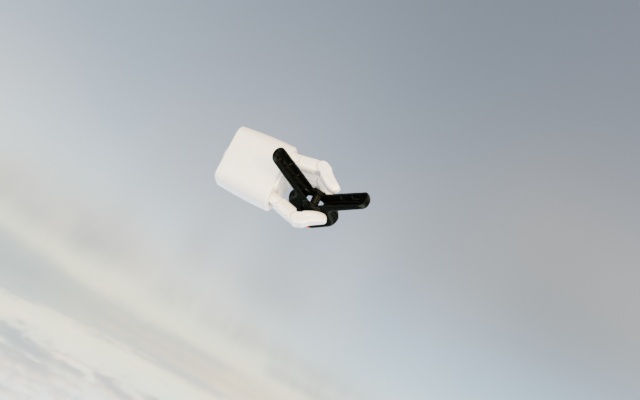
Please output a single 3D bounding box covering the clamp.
[{"bbox_3d":[0.000,0.003,0.797,0.164,0.036,0.210,27,-23,12],"label":"clamp"}]
